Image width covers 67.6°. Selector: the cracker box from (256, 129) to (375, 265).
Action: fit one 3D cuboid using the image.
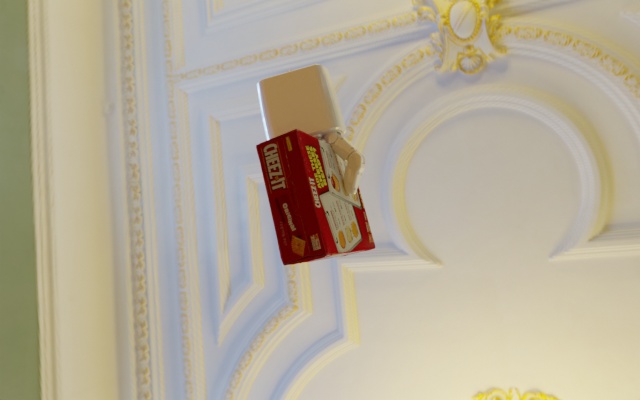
[{"bbox_3d":[0.000,0.002,0.688,0.072,0.164,0.214,-18,-9,21],"label":"cracker box"}]
